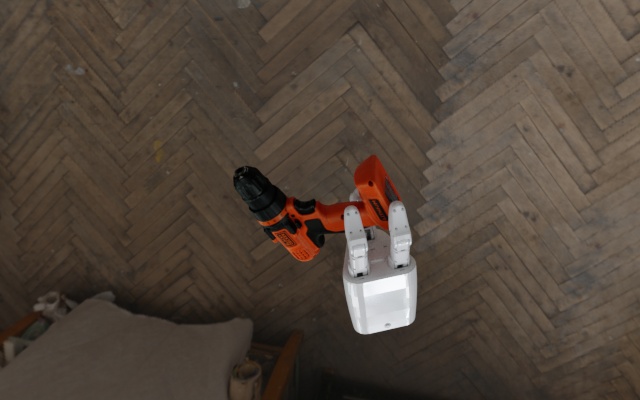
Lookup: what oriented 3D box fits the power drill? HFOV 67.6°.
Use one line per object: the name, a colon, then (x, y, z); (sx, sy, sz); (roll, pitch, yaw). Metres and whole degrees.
power drill: (0.001, 0.002, 0.632); (0.187, 0.057, 0.184); (-15, -45, 26)
